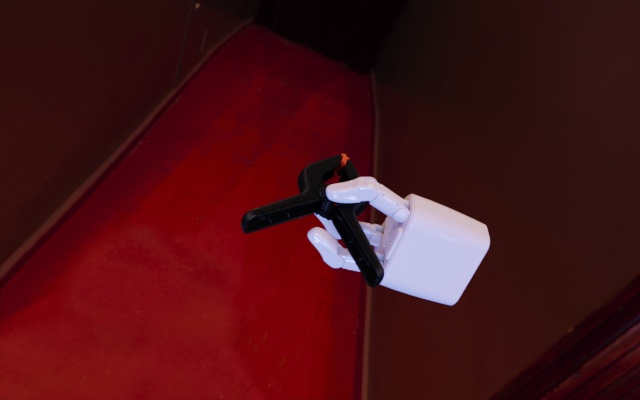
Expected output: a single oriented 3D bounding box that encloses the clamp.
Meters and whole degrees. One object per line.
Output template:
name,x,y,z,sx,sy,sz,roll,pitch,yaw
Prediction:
clamp,0.001,0.001,0.581,0.164,0.036,0.209,20,37,-8
